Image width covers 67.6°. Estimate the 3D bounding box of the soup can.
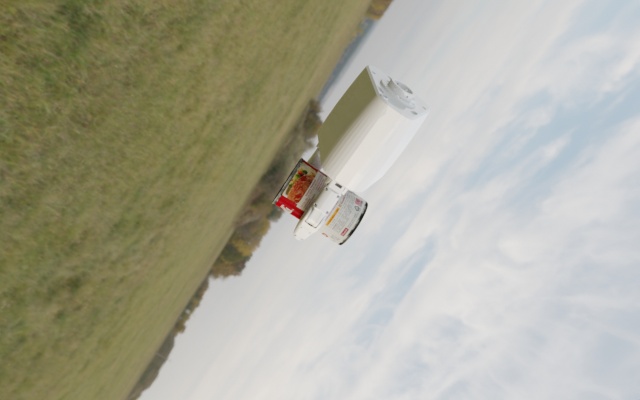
[{"bbox_3d":[0.000,0.003,0.601,0.102,0.068,0.068,33,-4,-6],"label":"soup can"}]
